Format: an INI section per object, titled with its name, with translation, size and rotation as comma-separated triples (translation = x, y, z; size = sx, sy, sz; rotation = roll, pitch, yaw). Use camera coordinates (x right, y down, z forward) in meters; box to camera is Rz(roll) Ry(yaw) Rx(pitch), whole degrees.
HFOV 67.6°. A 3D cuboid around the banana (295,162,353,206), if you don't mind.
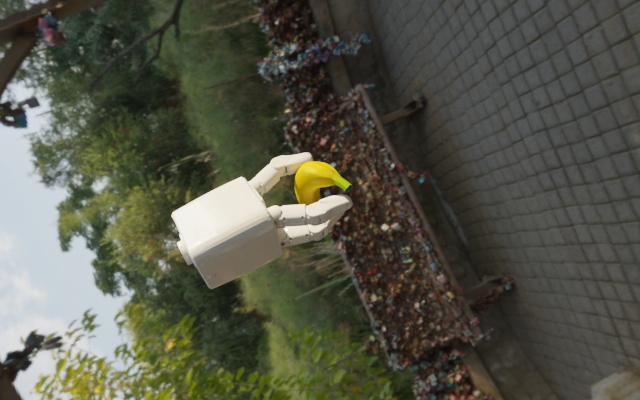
[banana]
translation = -0.009, -0.014, 0.672
size = 0.037, 0.069, 0.198
rotation = -32, -5, -16
